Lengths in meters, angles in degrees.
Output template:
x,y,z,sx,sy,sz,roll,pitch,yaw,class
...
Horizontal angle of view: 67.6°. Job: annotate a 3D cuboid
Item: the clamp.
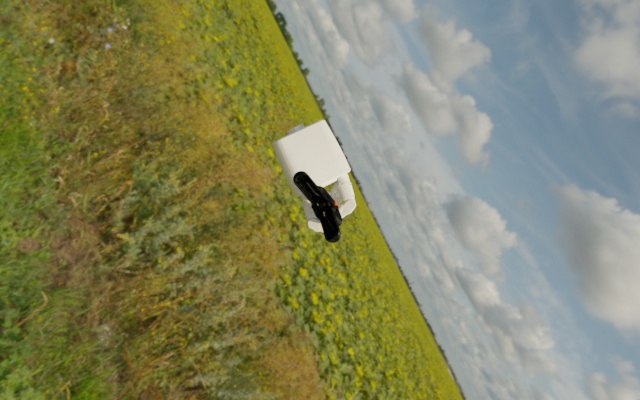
x,y,z,sx,sy,sz,roll,pitch,yaw,class
0.001,0.002,0.787,0.039,0.120,0.171,-24,4,5,clamp
